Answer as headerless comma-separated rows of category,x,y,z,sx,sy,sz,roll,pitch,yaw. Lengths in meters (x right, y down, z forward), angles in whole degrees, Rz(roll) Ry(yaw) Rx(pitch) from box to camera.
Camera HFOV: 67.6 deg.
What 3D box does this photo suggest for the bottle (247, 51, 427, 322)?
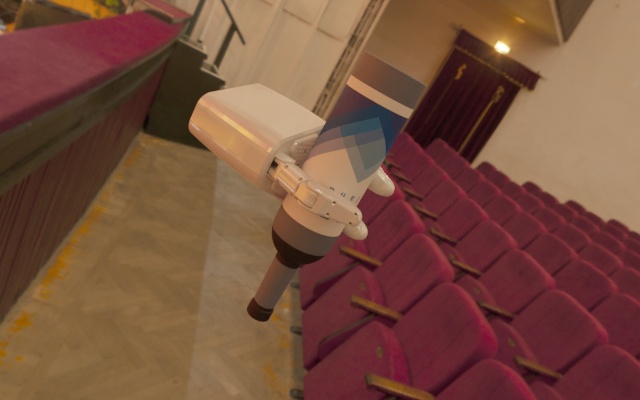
bottle,0.000,0.001,0.480,0.069,0.296,0.069,27,17,-9
